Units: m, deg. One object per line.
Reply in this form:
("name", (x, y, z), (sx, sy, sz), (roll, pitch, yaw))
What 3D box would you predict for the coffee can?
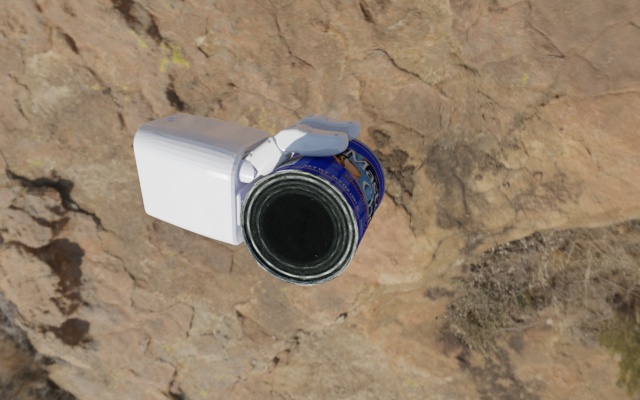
("coffee can", (0.000, 0.002, 0.451), (0.103, 0.103, 0.140), (0, 19, 17))
